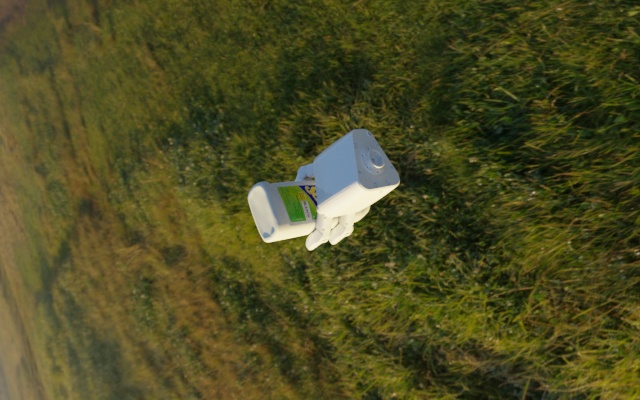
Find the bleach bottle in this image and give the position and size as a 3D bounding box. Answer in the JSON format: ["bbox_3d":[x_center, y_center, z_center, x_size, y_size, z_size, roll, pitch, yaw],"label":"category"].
[{"bbox_3d":[0.000,0.003,0.861,0.251,0.102,0.068,-11,-15,-39],"label":"bleach bottle"}]
